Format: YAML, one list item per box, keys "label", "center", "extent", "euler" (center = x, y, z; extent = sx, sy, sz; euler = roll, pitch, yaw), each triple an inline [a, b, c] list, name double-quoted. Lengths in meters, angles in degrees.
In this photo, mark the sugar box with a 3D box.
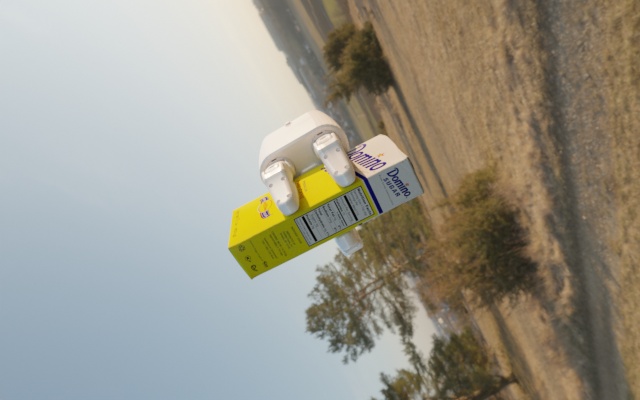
- label: "sugar box"
  center: [0.000, 0.001, 0.456]
  extent: [0.176, 0.048, 0.093]
  euler: [-30, 22, 4]
